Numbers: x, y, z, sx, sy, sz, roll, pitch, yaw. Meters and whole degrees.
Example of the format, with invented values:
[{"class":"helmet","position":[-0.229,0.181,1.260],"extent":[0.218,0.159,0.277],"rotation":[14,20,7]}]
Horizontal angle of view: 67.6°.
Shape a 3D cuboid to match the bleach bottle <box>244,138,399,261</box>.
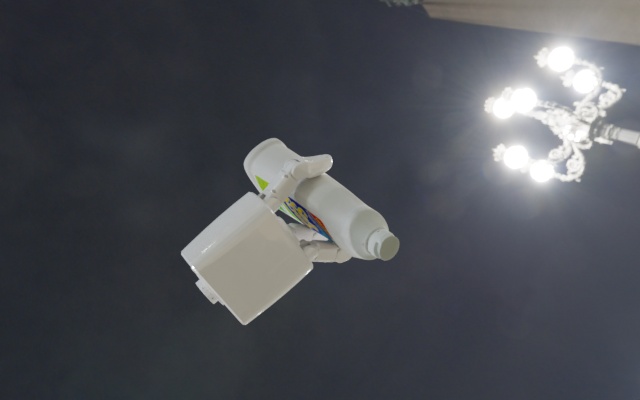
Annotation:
[{"class":"bleach bottle","position":[0.000,0.002,0.592],"extent":[0.068,0.103,0.250],"rotation":[-41,38,-14]}]
